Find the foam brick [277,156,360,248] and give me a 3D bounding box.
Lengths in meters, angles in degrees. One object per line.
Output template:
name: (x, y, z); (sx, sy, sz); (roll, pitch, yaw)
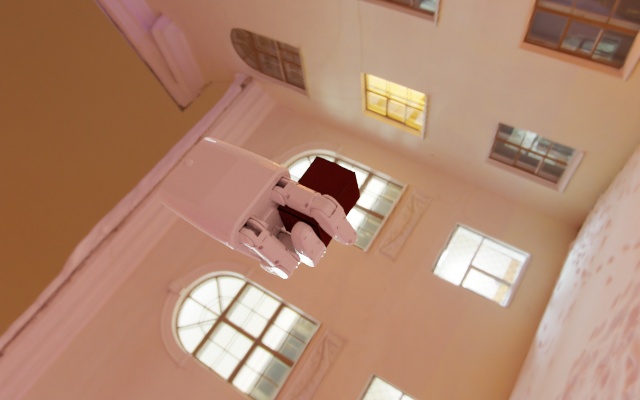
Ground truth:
foam brick: (0.000, 0.002, 0.512); (0.051, 0.078, 0.053); (25, -26, 23)
